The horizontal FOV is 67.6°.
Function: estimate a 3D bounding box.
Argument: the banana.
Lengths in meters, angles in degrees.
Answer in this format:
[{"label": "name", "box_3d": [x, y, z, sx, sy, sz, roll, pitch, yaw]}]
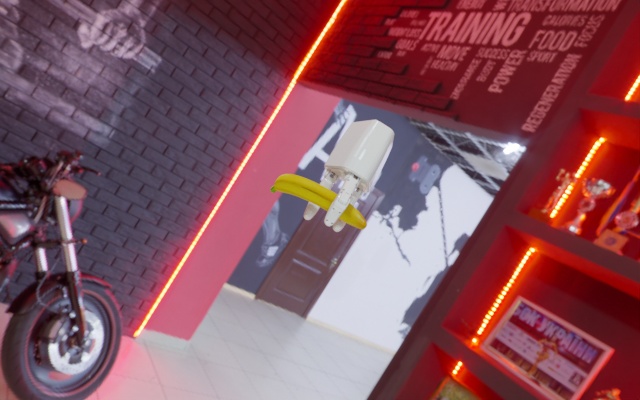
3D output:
[{"label": "banana", "box_3d": [-0.005, -0.005, 0.858, 0.198, 0.037, 0.070, 24, -16, 16]}]
